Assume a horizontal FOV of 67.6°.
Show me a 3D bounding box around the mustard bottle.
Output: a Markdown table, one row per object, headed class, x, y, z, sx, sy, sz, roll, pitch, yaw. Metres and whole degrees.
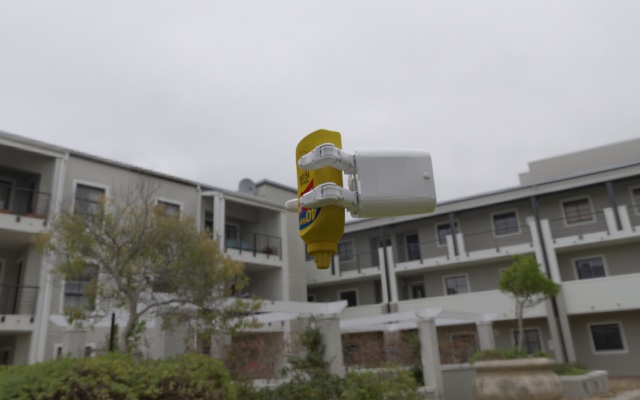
| class | x | y | z | sx | sy | sz | roll | pitch | yaw |
| --- | --- | --- | --- | --- | --- | --- | --- | --- | --- |
| mustard bottle | 0.000 | 0.002 | 0.681 | 0.058 | 0.191 | 0.096 | 7 | -21 | -27 |
